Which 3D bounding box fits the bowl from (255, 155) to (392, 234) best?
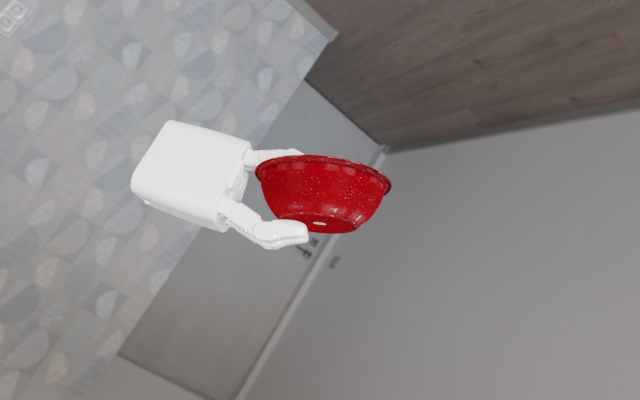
[{"bbox_3d":[0.001,0.002,0.555,0.162,0.055,0.162,6,-16,2],"label":"bowl"}]
